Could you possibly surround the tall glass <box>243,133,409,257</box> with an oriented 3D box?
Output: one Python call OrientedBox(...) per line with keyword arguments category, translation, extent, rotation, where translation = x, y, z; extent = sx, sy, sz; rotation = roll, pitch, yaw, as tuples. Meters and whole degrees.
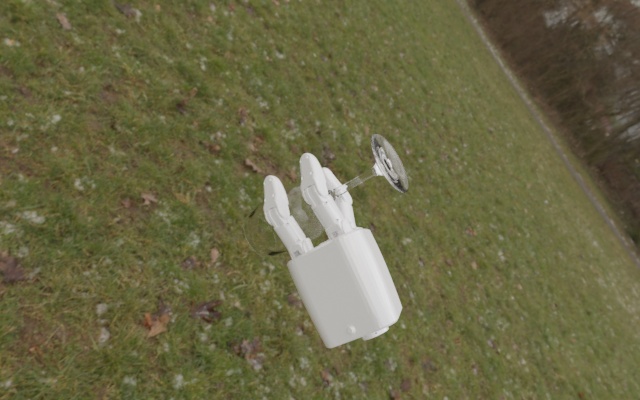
OrientedBox(category="tall glass", translation=(0.001, 0.001, 0.570), extent=(0.201, 0.079, 0.079), rotation=(-29, -14, 27))
